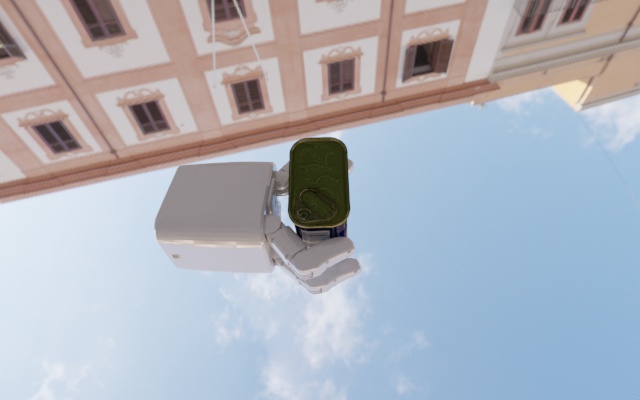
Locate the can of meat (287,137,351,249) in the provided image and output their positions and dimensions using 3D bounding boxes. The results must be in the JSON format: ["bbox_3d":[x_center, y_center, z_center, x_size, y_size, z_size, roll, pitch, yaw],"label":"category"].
[{"bbox_3d":[0.000,0.002,0.484,0.057,0.102,0.084,-2,-32,2],"label":"can of meat"}]
